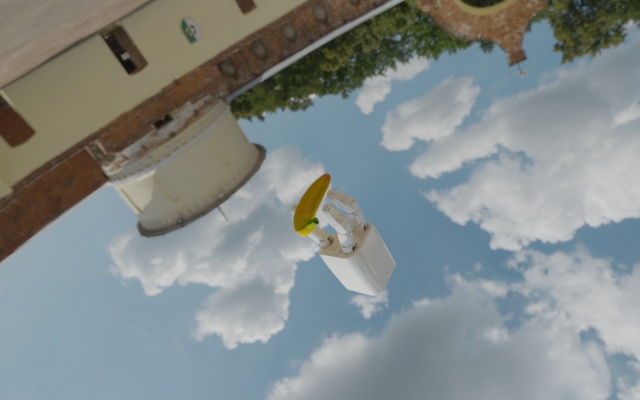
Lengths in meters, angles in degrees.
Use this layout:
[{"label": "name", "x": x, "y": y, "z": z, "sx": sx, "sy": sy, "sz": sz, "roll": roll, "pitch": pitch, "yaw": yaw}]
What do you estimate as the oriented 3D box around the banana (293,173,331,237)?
[{"label": "banana", "x": -0.015, "y": 0.013, "z": 0.867, "sx": 0.069, "sy": 0.037, "sz": 0.197, "roll": -31, "pitch": 20, "yaw": 20}]
